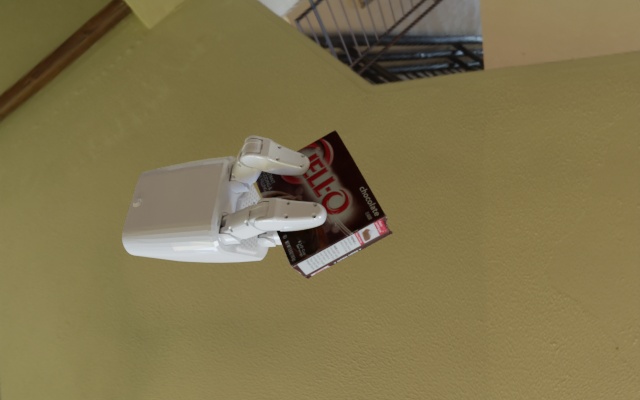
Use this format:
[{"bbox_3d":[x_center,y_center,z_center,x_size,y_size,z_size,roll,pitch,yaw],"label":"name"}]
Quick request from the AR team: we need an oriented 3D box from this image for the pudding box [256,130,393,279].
[{"bbox_3d":[0.000,0.002,0.433,0.090,0.113,0.039,-29,-34,4],"label":"pudding box"}]
